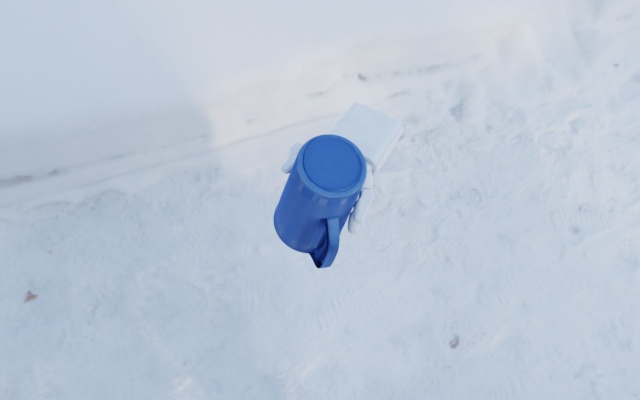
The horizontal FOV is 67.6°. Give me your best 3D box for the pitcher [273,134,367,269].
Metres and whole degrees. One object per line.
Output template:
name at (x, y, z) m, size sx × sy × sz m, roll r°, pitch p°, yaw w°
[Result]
pitcher at (0.000, 0.002, 0.803) m, size 0.149 × 0.145 × 0.243 m, roll 34°, pitch -25°, yaw 5°
